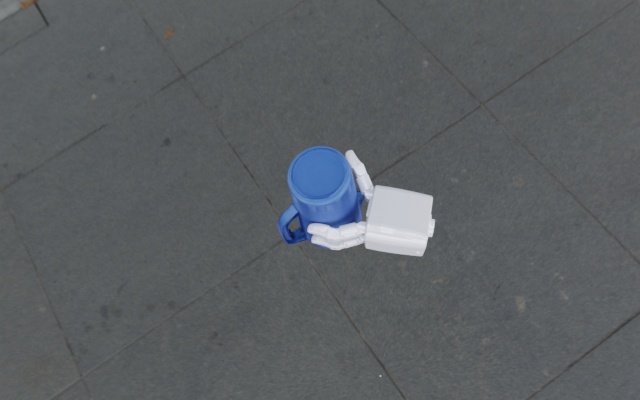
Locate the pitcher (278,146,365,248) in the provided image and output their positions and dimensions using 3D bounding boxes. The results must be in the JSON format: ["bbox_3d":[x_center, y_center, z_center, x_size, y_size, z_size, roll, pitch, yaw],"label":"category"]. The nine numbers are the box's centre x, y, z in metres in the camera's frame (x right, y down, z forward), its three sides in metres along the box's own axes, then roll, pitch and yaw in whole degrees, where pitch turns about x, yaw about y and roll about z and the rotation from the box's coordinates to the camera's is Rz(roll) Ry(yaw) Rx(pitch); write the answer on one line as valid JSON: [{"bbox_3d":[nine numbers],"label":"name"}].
[{"bbox_3d":[0.000,0.003,0.890,0.145,0.149,0.243,12,-18,10],"label":"pitcher"}]
